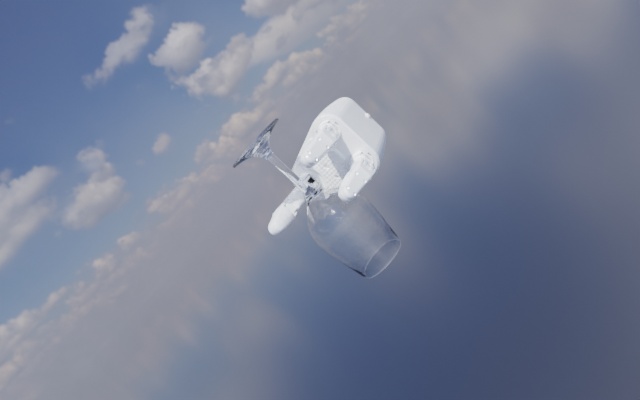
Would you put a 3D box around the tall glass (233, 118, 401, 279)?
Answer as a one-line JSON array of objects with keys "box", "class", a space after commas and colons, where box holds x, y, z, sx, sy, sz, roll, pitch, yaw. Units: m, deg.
[{"box": [0.000, 0.001, 0.546, 0.201, 0.079, 0.079, 43, -7, -7], "class": "tall glass"}]
